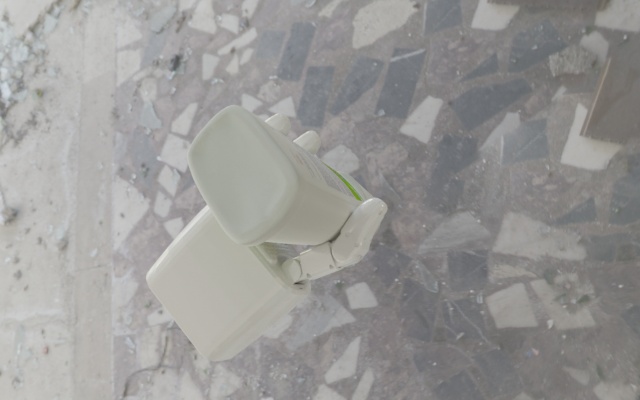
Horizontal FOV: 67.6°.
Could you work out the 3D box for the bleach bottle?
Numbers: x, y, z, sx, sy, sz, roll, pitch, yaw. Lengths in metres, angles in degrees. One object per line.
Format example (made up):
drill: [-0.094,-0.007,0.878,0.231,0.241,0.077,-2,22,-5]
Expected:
bleach bottle: [0.000,0.001,0.427,0.068,0.102,0.251,-44,-27,13]
